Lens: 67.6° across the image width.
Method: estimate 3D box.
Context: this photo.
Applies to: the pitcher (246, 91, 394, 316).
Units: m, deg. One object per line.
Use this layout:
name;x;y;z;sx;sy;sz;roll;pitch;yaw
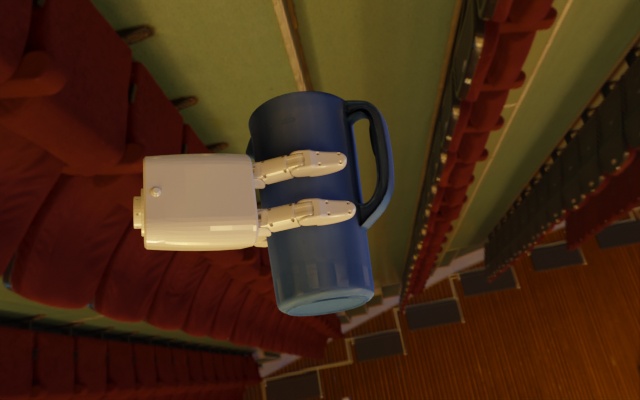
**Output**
pitcher;0.000;0.002;0.558;0.145;0.242;0.149;0;-23;-21
